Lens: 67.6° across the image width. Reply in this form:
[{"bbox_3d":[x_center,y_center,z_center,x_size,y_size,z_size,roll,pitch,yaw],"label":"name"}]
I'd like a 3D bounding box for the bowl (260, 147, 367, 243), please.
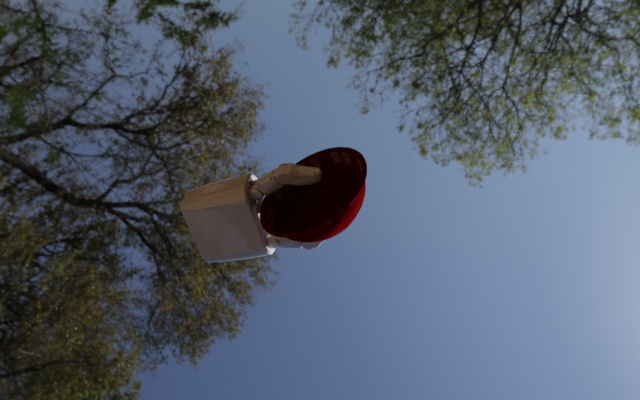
[{"bbox_3d":[0.001,0.002,0.640,0.162,0.162,0.055,0,-42,41],"label":"bowl"}]
